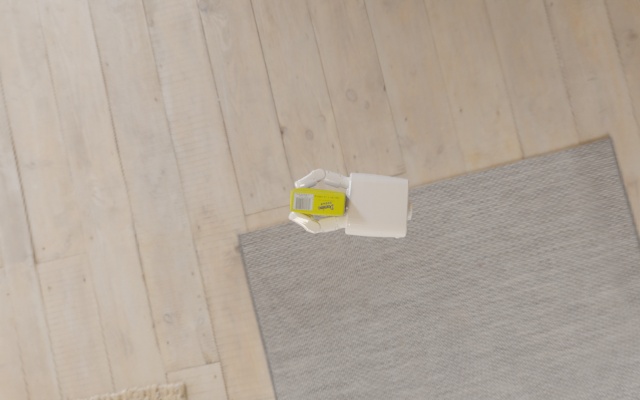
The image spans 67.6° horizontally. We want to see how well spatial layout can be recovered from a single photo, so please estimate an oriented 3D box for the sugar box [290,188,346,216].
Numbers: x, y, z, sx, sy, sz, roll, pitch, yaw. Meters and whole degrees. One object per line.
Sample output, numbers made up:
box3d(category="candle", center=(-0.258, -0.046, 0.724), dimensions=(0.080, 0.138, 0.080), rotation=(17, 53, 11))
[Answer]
box3d(category="sugar box", center=(0.000, 0.003, 0.884), dimensions=(0.093, 0.048, 0.176), rotation=(5, -2, 4))
